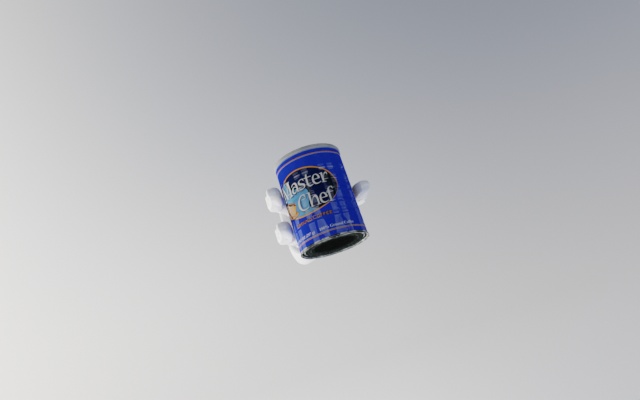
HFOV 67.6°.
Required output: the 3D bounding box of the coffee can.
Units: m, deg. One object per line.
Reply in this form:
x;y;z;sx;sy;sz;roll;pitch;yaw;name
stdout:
0.000;0.002;0.699;0.103;0.140;0.103;-16;-19;-6;coffee can
